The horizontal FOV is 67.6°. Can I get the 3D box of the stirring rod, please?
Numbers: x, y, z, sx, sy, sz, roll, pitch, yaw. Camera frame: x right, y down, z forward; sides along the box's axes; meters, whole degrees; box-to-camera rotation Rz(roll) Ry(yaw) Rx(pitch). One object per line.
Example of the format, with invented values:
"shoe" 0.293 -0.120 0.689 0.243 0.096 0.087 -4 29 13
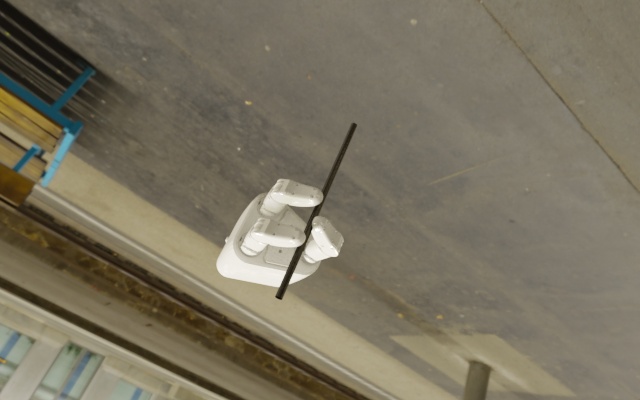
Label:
"stirring rod" 0.000 0.002 0.537 0.011 0.239 0.011 18 -30 11
